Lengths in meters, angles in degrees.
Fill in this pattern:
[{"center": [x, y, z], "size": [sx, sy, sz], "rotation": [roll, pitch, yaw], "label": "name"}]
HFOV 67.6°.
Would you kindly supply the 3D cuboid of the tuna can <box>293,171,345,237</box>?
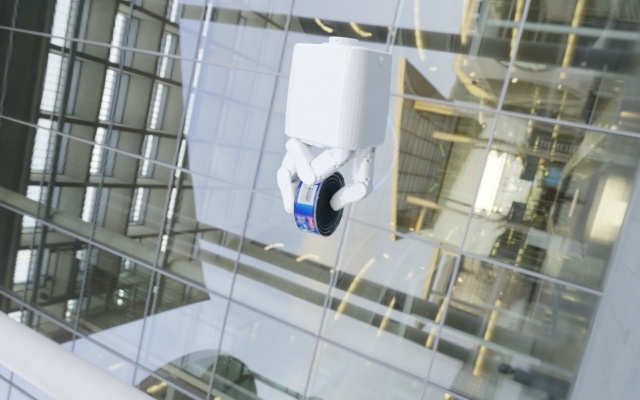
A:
[{"center": [0.000, 0.002, 0.615], "size": [0.034, 0.086, 0.086], "rotation": [10, 4, 26], "label": "tuna can"}]
